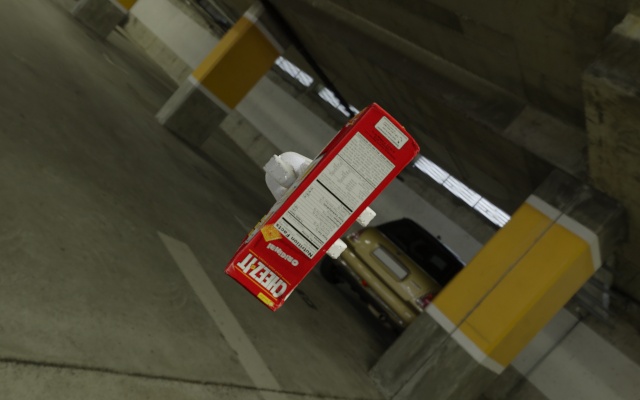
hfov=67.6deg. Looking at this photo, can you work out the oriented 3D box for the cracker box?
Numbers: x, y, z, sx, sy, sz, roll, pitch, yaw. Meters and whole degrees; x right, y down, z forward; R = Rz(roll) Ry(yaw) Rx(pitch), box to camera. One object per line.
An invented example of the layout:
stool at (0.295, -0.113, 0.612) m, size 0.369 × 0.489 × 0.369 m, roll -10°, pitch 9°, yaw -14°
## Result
cracker box at (0.000, 0.001, 0.522) m, size 0.072 × 0.214 × 0.164 m, roll 41°, pitch 2°, yaw -5°
